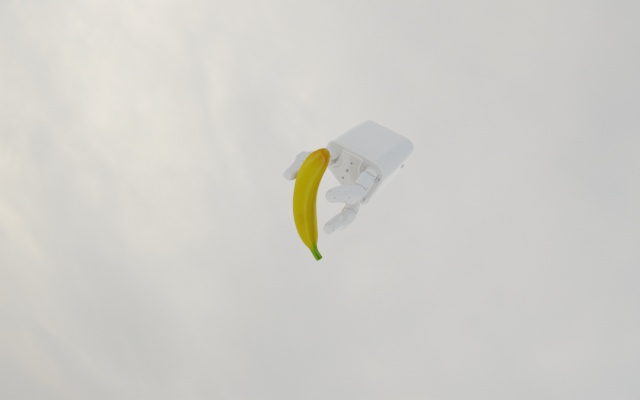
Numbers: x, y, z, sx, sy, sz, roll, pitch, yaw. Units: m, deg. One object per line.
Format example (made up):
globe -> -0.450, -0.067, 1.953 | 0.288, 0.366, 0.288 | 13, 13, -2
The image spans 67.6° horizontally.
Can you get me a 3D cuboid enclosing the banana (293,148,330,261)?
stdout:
banana -> -0.014, -0.003, 0.722 | 0.069, 0.198, 0.037 | 30, 44, 33
